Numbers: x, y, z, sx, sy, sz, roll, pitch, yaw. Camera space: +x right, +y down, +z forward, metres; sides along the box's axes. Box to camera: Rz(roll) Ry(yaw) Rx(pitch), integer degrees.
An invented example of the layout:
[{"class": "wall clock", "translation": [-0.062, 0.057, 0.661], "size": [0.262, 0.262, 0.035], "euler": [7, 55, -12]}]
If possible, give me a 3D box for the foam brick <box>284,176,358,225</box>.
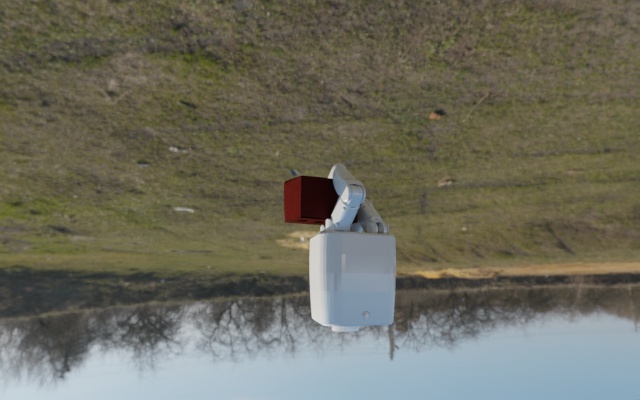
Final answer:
[{"class": "foam brick", "translation": [0.000, 0.002, 0.581], "size": [0.078, 0.051, 0.053], "euler": [5, -9, -25]}]
